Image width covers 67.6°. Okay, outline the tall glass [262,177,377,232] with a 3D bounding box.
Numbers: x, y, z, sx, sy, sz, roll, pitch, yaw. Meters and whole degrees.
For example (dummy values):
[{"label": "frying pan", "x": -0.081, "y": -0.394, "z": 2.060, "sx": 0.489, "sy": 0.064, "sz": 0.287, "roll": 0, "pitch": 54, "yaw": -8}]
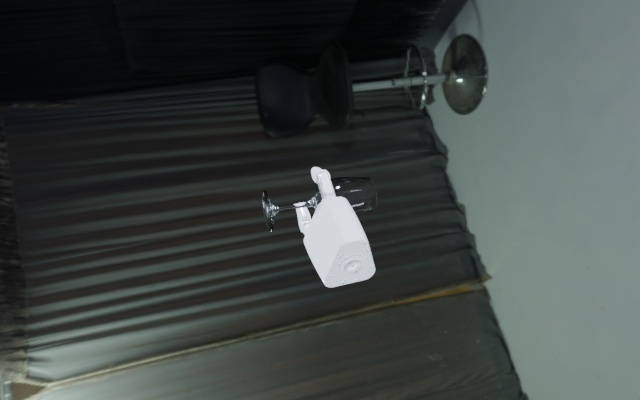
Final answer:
[{"label": "tall glass", "x": -0.001, "y": 0.003, "z": 0.871, "sx": 0.201, "sy": 0.079, "sz": 0.079, "roll": -10, "pitch": 3, "yaw": -16}]
